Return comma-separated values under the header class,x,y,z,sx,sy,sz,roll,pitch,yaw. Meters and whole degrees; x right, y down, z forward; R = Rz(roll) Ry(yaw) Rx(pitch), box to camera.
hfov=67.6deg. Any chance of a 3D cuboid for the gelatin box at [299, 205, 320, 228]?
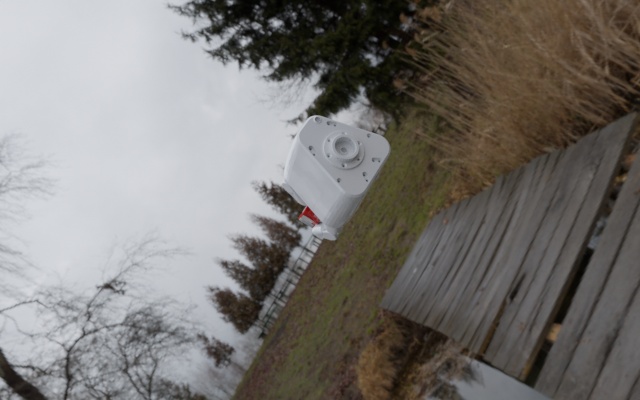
class,x,y,z,sx,sy,sz,roll,pitch,yaw
gelatin box,0.000,0.002,0.731,0.030,0.073,0.089,33,-10,-1
